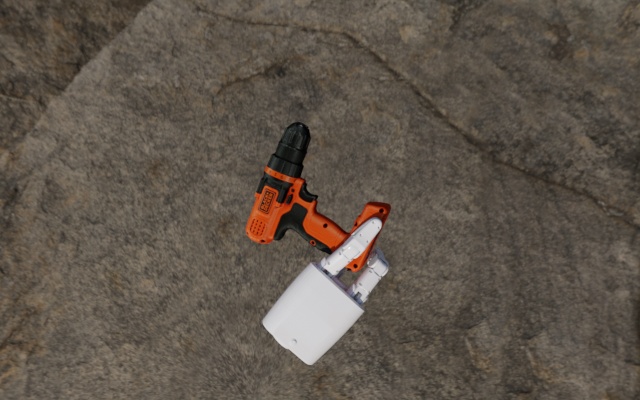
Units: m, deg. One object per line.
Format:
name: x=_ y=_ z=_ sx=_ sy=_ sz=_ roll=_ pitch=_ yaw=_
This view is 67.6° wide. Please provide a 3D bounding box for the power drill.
power drill: x=0.000 y=0.003 z=0.676 sx=0.187 sy=0.184 sz=0.057 roll=25 pitch=13 yaw=14
